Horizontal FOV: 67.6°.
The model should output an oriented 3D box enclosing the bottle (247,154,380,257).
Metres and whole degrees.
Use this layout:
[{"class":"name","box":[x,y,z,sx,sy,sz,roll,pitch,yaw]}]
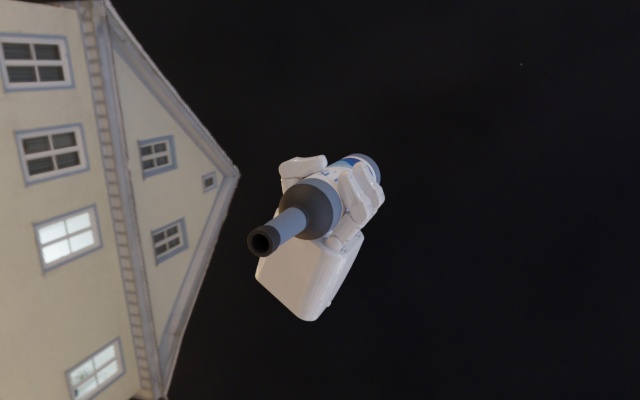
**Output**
[{"class":"bottle","box":[0.000,0.002,0.564,0.069,0.069,0.295,0,15,23]}]
